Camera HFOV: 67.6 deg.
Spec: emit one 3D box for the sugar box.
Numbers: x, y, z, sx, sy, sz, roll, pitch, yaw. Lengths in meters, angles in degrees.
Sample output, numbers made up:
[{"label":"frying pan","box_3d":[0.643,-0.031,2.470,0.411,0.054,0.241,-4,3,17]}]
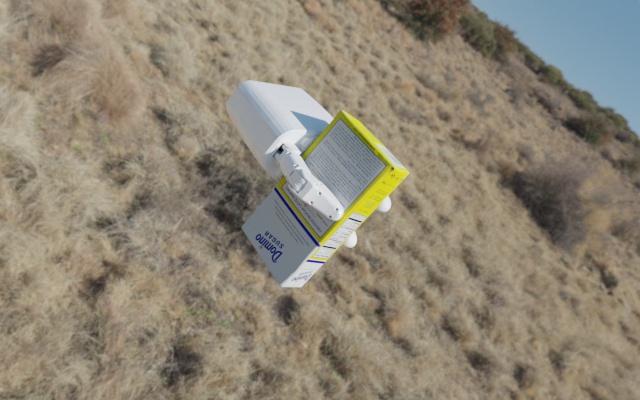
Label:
[{"label":"sugar box","box_3d":[0.000,0.002,0.513,0.048,0.176,0.093,14,32,-55]}]
